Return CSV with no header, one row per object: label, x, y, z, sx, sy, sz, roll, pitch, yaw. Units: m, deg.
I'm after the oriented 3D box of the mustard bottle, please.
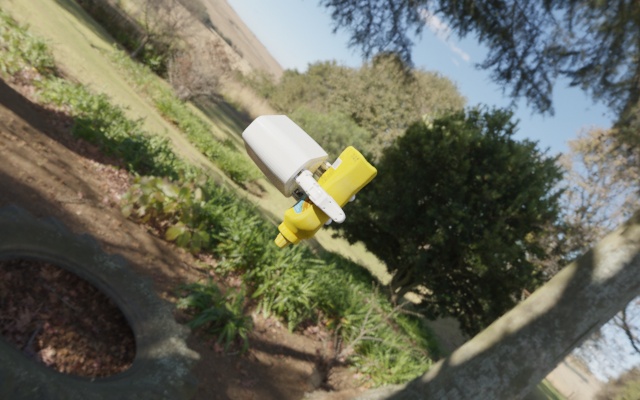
mustard bottle,0.001,0.002,0.744,0.058,0.191,0.096,43,6,-16
